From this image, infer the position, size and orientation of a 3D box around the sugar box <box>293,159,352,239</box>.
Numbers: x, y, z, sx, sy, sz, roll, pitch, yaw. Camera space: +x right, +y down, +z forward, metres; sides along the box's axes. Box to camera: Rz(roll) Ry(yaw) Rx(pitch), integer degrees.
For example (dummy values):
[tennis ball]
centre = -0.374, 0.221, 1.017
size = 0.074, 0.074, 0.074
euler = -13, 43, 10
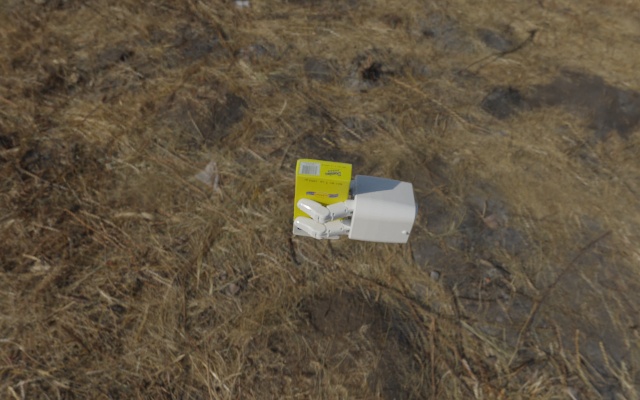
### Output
[sugar box]
centre = 0.000, 0.003, 0.853
size = 0.093, 0.048, 0.176
euler = 7, -40, 1
